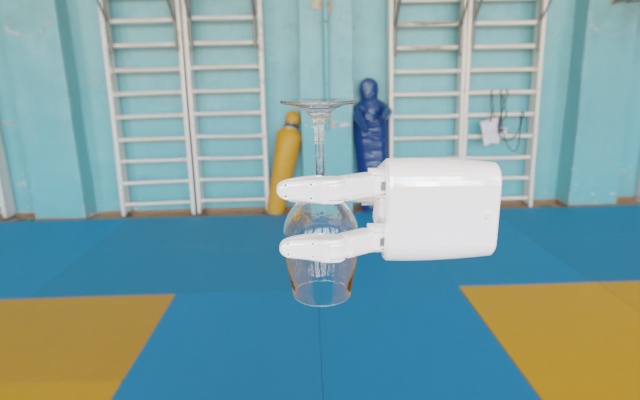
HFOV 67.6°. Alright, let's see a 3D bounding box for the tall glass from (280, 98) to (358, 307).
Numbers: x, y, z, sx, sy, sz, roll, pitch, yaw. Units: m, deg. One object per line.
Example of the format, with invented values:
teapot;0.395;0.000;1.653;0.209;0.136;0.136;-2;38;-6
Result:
tall glass;0.000;0.001;0.477;0.079;0.201;0.079;-1;15;0
